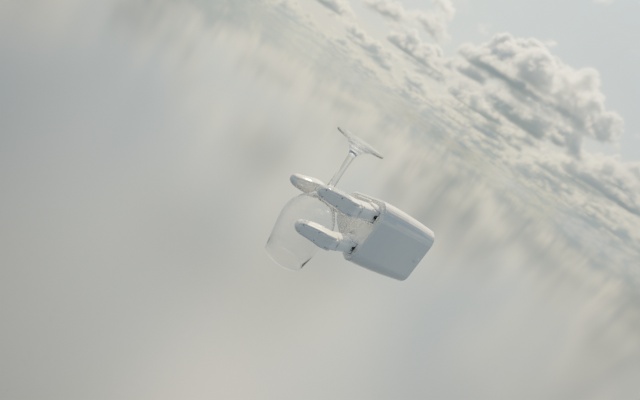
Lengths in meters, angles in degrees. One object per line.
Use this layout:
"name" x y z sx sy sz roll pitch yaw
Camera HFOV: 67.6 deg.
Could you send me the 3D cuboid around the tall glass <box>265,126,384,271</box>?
"tall glass" 0.000 0.002 0.661 0.079 0.201 0.079 32 14 -9
